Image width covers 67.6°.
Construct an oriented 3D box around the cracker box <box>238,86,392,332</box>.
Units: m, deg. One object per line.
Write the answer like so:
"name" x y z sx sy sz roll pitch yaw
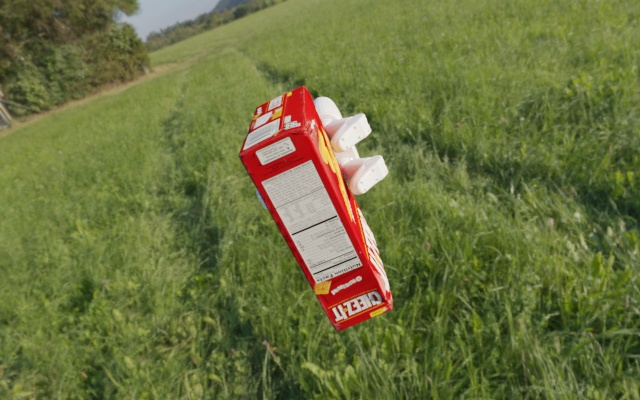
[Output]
"cracker box" 0.000 0.002 0.511 0.072 0.214 0.164 -23 24 8
